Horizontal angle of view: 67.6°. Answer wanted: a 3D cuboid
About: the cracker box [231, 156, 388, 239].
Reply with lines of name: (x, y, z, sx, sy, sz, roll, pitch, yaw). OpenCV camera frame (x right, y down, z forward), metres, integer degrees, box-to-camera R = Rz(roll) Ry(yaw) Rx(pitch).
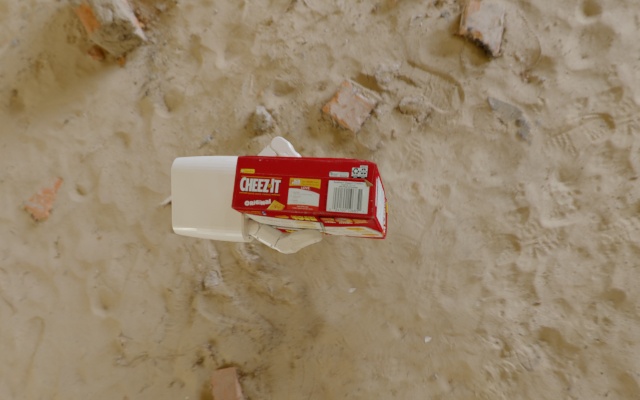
cracker box: (0.000, 0.002, 0.626, 0.164, 0.072, 0.214, 3, -10, 12)
